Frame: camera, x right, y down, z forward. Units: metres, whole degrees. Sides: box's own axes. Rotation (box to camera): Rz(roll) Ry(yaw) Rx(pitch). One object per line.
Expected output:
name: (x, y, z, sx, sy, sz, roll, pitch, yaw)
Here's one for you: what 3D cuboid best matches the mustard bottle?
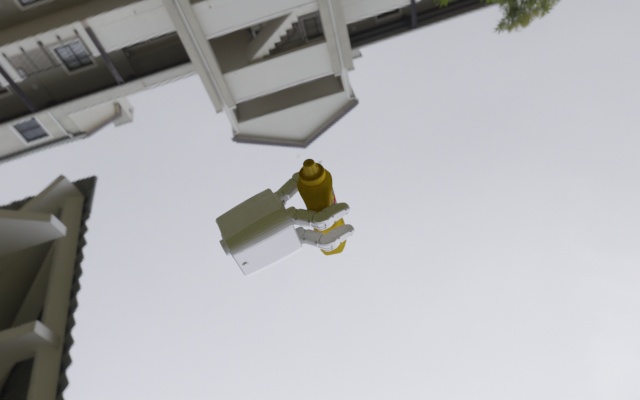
mustard bottle: (0.001, 0.003, 0.793, 0.058, 0.096, 0.192, -11, -41, 7)
